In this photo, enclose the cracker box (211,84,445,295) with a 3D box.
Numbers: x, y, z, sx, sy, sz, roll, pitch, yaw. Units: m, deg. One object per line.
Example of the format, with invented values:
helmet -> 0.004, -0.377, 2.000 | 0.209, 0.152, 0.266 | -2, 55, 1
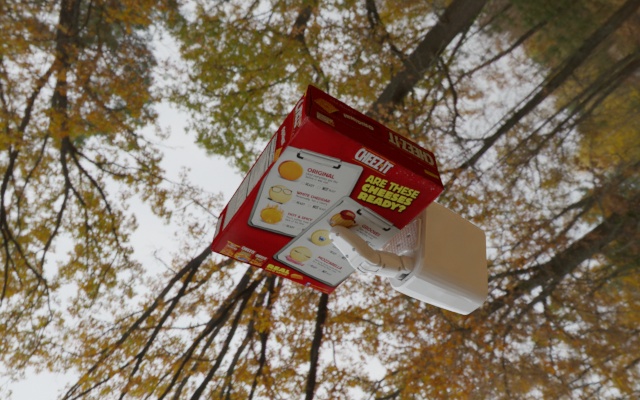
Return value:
cracker box -> 0.000, 0.002, 0.529 | 0.164, 0.072, 0.214 | 25, -52, -22
